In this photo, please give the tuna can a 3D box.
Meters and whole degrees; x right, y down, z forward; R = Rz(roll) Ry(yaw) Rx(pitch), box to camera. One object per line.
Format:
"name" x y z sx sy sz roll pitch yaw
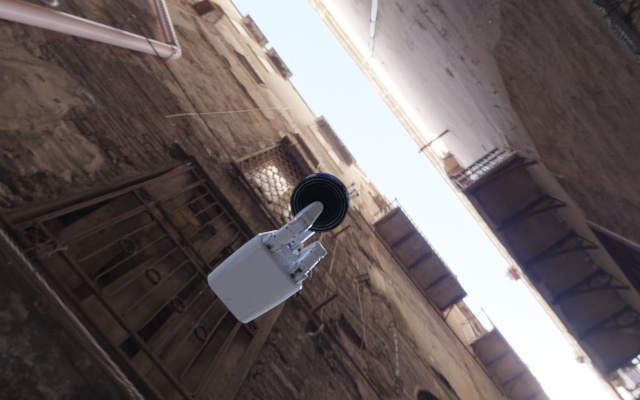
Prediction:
"tuna can" 0.000 0.002 0.708 0.086 0.086 0.033 0 14 10
